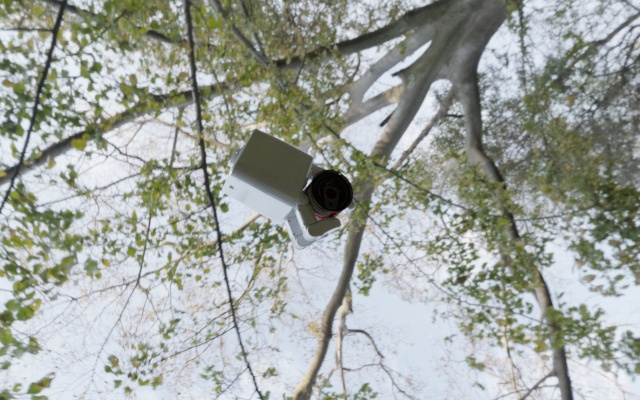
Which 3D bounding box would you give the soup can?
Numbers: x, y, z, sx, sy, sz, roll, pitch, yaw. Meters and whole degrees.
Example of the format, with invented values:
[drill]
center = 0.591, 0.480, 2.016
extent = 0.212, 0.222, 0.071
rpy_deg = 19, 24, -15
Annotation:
[soup can]
center = 0.000, 0.003, 0.750
extent = 0.068, 0.068, 0.102
rpy_deg = 0, -20, -21
